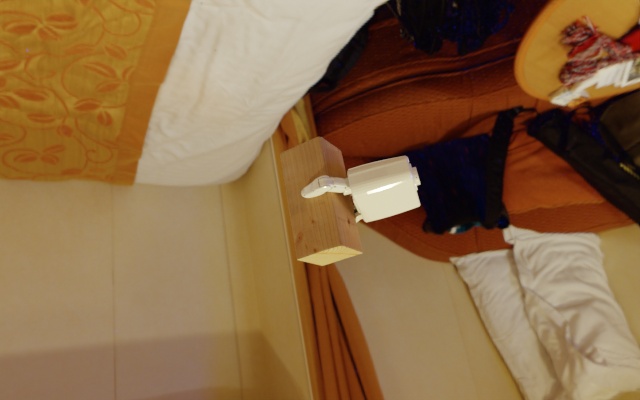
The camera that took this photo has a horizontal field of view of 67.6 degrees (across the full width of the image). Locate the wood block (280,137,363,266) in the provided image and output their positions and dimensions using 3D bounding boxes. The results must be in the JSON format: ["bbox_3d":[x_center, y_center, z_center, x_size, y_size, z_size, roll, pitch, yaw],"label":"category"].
[{"bbox_3d":[0.000,0.003,0.868,0.090,0.206,0.091,-21,-23,24],"label":"wood block"}]
